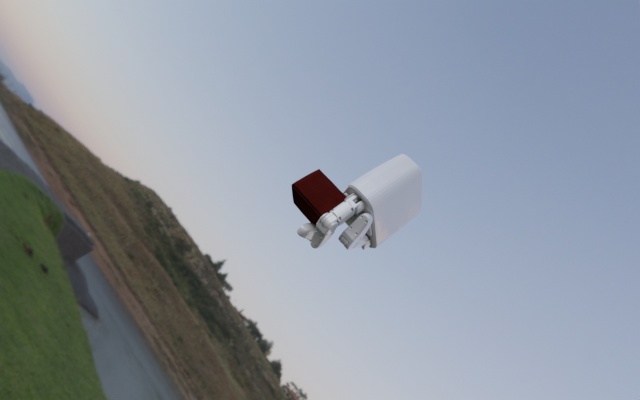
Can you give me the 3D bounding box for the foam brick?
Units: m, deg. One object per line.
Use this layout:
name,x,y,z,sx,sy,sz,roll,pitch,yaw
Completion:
foam brick,0.000,0.002,0.720,0.051,0.078,0.053,-34,-25,-19
